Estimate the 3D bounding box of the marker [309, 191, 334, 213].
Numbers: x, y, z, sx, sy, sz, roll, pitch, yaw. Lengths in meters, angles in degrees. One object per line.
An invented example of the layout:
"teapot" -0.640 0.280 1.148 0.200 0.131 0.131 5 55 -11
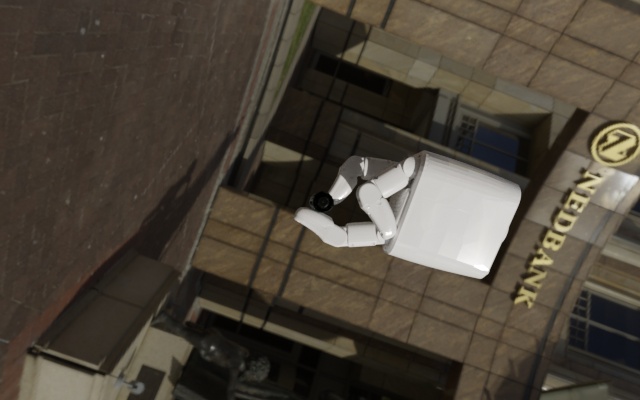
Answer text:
"marker" 0.000 0.002 0.465 0.020 0.020 0.121 0 0 -3
